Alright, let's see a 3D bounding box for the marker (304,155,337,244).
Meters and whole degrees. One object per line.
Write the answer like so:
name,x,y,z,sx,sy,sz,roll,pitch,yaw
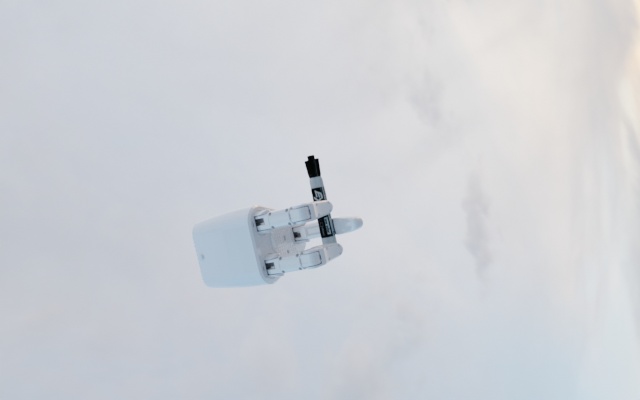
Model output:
marker,0.000,0.002,0.607,0.020,0.121,0.020,-13,0,0
